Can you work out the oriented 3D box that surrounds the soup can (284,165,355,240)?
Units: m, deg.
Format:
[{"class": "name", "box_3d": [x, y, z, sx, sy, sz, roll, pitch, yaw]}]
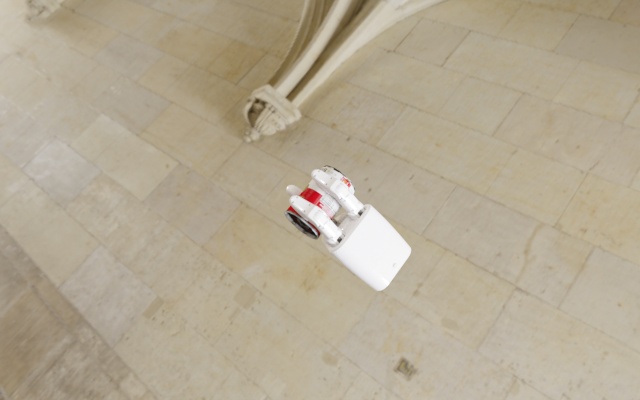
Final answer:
[{"class": "soup can", "box_3d": [0.000, 0.002, 0.767, 0.068, 0.102, 0.068, 36, -16, 12]}]
